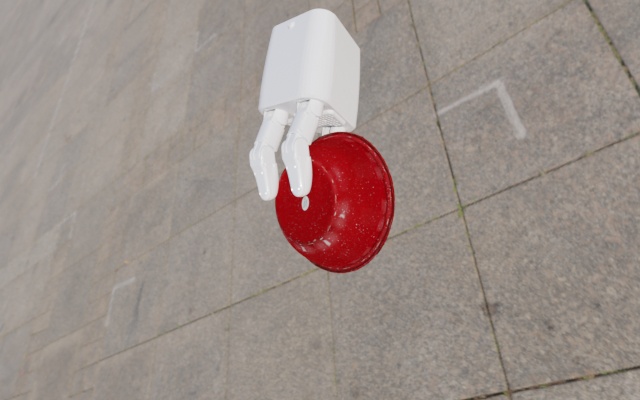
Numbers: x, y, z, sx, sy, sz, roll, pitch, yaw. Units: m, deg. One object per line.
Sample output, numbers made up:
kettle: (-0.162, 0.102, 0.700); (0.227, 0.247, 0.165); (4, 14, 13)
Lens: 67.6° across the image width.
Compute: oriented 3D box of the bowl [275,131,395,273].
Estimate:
bowl: (0.000, 0.003, 0.525); (0.162, 0.162, 0.055); (0, 0, 43)
